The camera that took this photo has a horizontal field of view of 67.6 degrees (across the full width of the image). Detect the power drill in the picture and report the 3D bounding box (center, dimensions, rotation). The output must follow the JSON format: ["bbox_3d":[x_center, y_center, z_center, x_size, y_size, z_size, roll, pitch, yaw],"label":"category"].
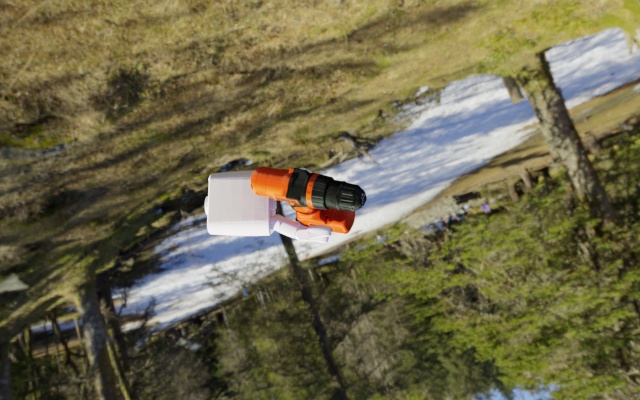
[{"bbox_3d":[0.000,0.003,0.778,0.184,0.057,0.188,13,-15,21],"label":"power drill"}]
